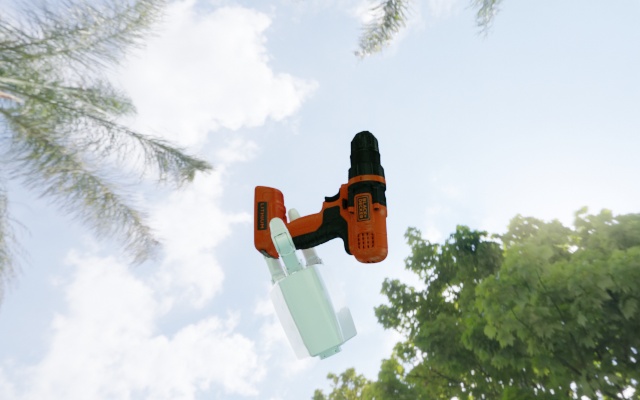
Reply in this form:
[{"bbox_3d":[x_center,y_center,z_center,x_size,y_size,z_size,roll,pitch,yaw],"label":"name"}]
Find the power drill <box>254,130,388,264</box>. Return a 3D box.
[{"bbox_3d":[0.000,0.003,0.658,0.187,0.184,0.057,-10,-22,22],"label":"power drill"}]
